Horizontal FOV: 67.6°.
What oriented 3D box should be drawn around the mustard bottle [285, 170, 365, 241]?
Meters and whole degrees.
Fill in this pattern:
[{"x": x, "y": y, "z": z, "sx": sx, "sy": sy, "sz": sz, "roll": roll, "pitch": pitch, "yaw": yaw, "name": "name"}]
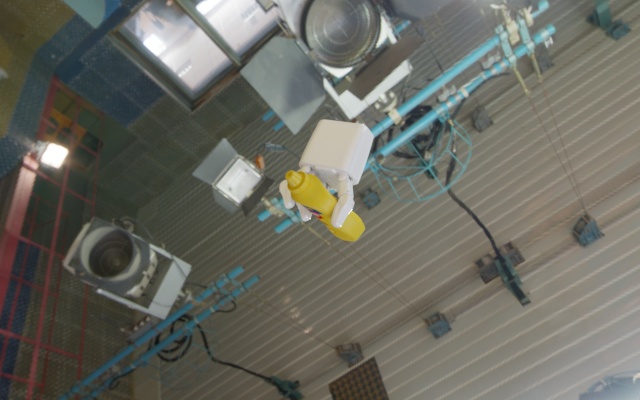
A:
[{"x": 0.000, "y": 0.003, "z": 0.872, "sx": 0.096, "sy": 0.058, "sz": 0.192, "roll": 35, "pitch": -5, "yaw": 48, "name": "mustard bottle"}]
